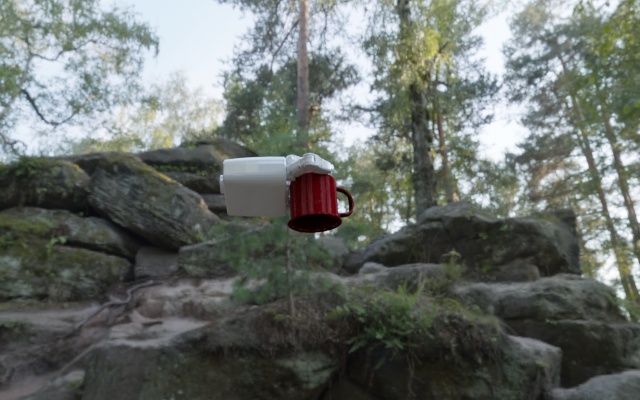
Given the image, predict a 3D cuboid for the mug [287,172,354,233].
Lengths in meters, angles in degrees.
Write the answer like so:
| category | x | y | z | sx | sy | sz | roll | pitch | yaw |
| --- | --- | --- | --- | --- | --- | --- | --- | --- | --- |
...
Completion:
| category | x | y | z | sx | sy | sz | roll | pitch | yaw |
| --- | --- | --- | --- | --- | --- | --- | --- | --- | --- |
| mug | 0.002 | 0.002 | 0.827 | 0.117 | 0.081 | 0.093 | -1 | -24 | -7 |
